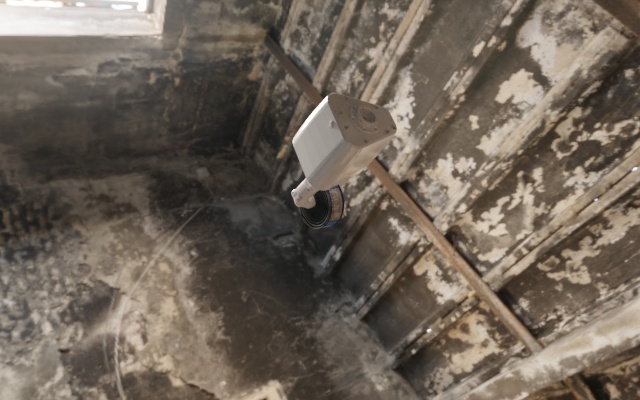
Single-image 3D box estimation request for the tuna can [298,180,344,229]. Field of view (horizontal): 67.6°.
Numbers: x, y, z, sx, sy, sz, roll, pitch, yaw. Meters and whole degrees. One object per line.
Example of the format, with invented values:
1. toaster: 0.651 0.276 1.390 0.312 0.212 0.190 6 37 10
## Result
1. tuna can: 0.001 0.003 0.787 0.034 0.086 0.086 -9 6 -38
